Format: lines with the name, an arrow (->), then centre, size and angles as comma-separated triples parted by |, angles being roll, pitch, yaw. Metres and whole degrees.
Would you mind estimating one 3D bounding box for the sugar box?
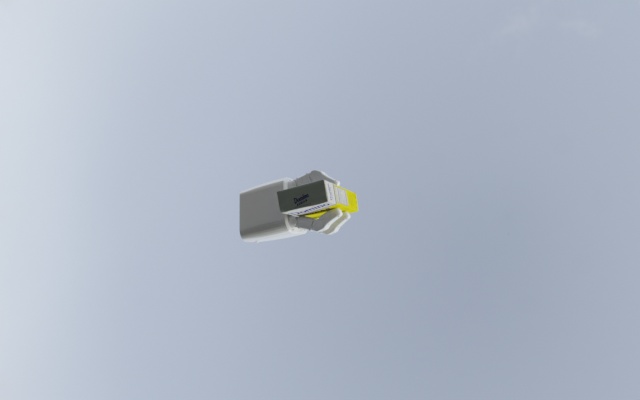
sugar box -> 0.000, 0.003, 0.884 | 0.093, 0.048, 0.176 | -14, -9, 20
